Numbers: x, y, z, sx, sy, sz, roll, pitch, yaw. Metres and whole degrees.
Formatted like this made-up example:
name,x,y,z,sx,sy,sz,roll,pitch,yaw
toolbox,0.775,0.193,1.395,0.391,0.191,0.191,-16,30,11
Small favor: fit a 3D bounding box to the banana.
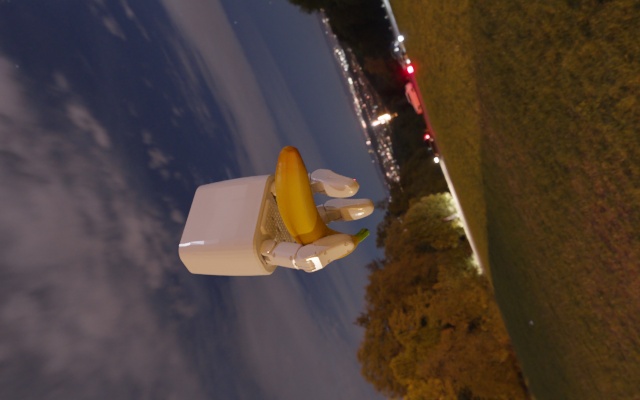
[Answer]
name,x,y,z,sx,sy,sz,roll,pitch,yaw
banana,-0.006,0.019,0.518,0.037,0.069,0.198,15,-20,34
